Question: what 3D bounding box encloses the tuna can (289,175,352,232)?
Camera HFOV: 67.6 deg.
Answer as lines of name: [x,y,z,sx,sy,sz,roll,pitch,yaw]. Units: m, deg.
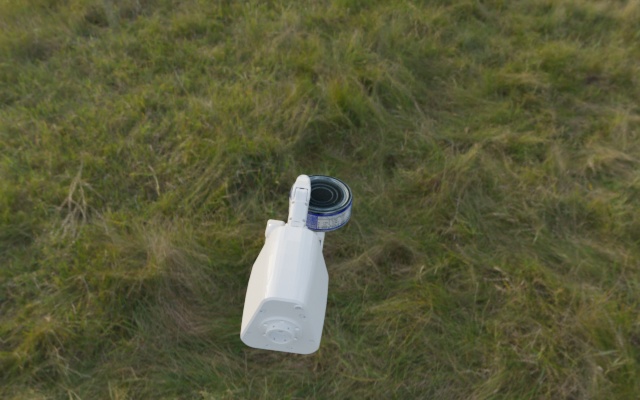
tuna can: [0.000,0.002,0.650,0.086,0.034,0.086,3,40,-3]
